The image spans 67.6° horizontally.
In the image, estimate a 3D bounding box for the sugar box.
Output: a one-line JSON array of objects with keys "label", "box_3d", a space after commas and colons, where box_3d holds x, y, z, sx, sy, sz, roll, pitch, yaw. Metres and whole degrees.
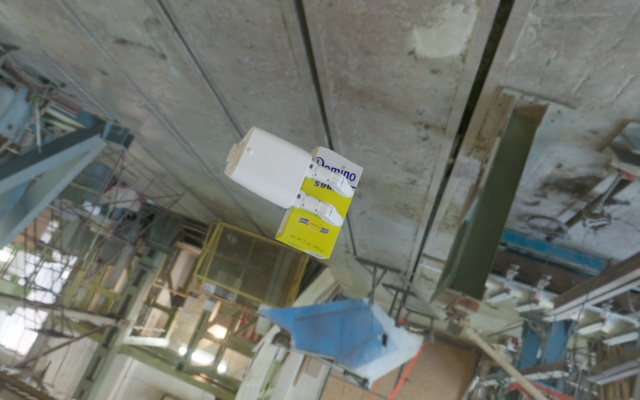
[{"label": "sugar box", "box_3d": [0.000, 0.003, 0.819, 0.093, 0.176, 0.048, 26, -16, -15]}]
